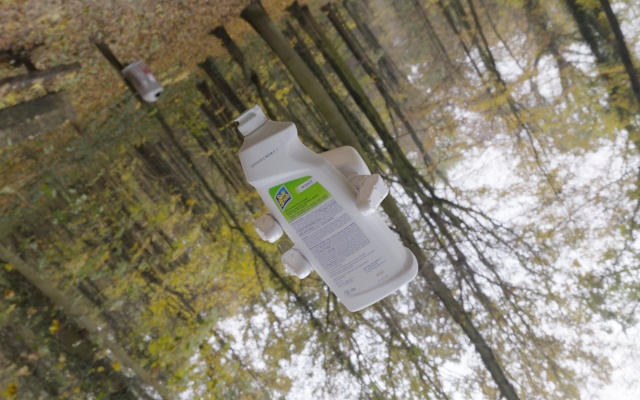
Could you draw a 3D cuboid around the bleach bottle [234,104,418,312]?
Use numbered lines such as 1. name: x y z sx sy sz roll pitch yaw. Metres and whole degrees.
1. bleach bottle: 0.000 0.002 0.526 0.102 0.251 0.068 -33 17 11
